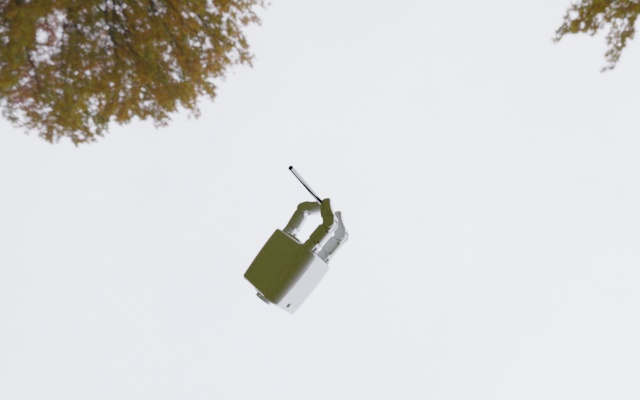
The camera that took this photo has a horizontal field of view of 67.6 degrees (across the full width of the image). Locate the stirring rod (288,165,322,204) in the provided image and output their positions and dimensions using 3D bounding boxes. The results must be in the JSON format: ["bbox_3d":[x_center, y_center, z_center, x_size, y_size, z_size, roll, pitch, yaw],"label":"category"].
[{"bbox_3d":[0.000,0.003,0.820,0.011,0.011,0.240,0,-26,25],"label":"stirring rod"}]
